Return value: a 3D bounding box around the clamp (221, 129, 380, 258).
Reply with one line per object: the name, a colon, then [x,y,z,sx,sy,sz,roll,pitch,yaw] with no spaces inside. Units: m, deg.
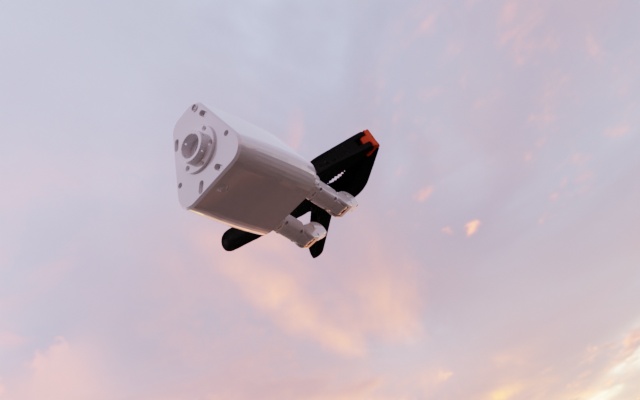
clamp: [0.000,0.001,0.584,0.210,0.036,0.164,-44,-34,19]
